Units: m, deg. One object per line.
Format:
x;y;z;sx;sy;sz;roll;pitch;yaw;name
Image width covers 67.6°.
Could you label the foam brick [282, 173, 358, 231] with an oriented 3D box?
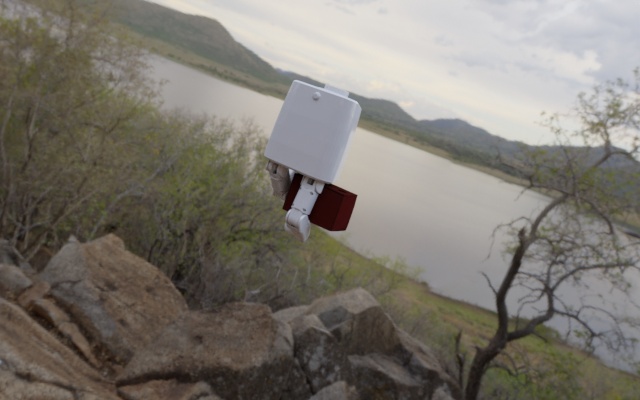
0.000;0.002;0.626;0.078;0.051;0.053;24;9;22;foam brick
